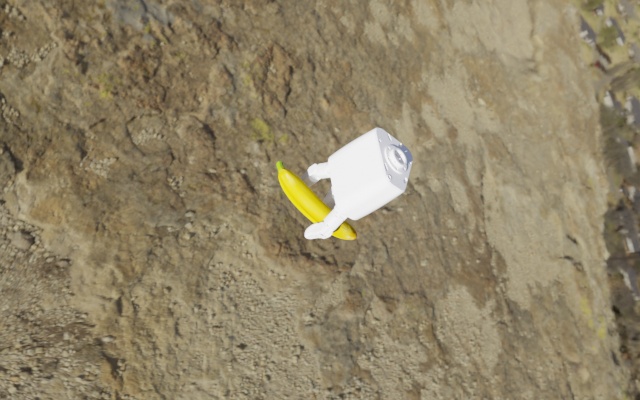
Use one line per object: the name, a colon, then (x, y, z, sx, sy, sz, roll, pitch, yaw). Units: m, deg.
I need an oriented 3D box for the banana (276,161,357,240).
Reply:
banana: (-0.007, 0.009, 0.831, 0.037, 0.198, 0.069, -38, 12, 29)
